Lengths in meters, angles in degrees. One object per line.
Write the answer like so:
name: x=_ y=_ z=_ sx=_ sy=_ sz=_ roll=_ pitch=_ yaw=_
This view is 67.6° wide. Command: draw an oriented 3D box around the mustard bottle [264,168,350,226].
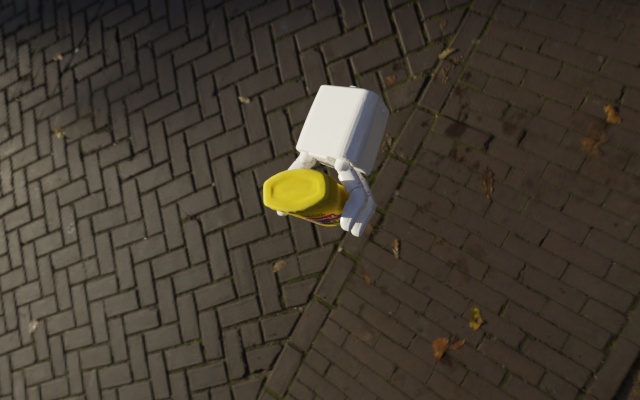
mustard bottle: x=0.000 y=0.003 z=0.698 sx=0.096 sy=0.058 sz=0.192 roll=-8 pitch=-13 yaw=20
